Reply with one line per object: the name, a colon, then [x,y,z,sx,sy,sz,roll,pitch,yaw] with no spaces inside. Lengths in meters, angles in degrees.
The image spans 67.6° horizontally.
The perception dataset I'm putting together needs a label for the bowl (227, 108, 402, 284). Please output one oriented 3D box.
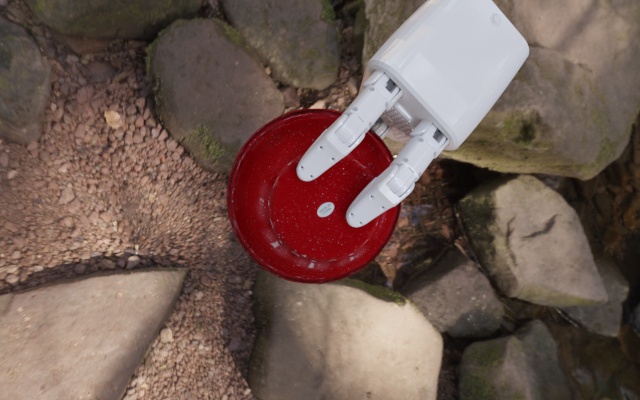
bowl: [-0.001,0.003,0.410,0.162,0.162,0.055,0,8,-8]
